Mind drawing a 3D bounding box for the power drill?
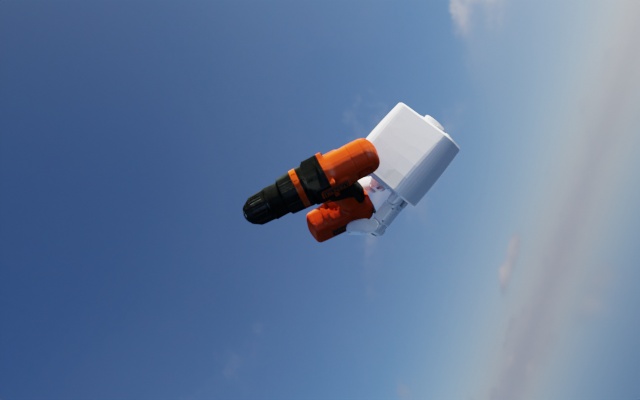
[{"bbox_3d":[0.000,0.002,0.661,0.184,0.057,0.188,-25,-21,2],"label":"power drill"}]
